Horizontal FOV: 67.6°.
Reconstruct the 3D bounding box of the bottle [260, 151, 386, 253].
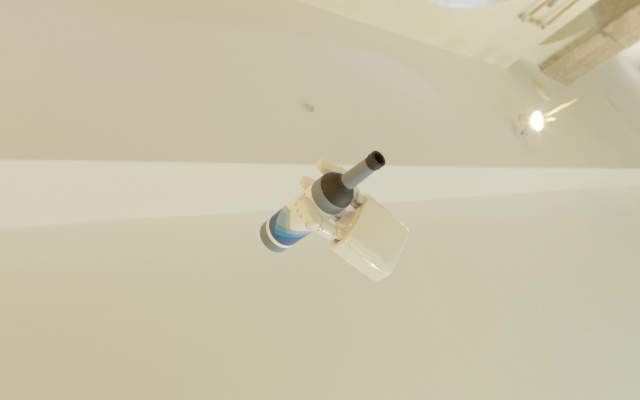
[{"bbox_3d":[0.000,0.003,0.814,0.069,0.069,0.296,0,-27,-42],"label":"bottle"}]
